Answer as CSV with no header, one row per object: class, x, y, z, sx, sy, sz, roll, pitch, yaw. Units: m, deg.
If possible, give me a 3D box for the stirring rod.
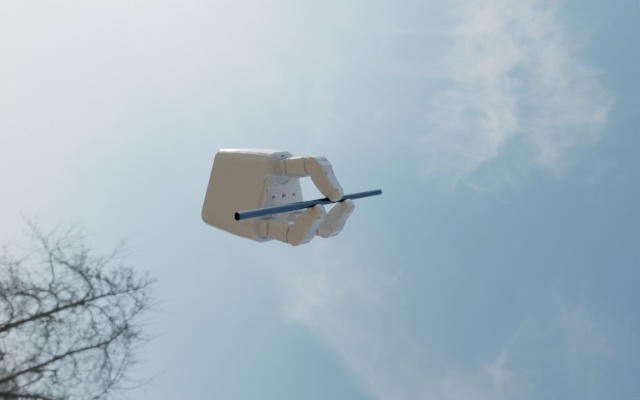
stirring rod,0.000,0.002,0.530,0.011,0.011,0.239,0,6,40
